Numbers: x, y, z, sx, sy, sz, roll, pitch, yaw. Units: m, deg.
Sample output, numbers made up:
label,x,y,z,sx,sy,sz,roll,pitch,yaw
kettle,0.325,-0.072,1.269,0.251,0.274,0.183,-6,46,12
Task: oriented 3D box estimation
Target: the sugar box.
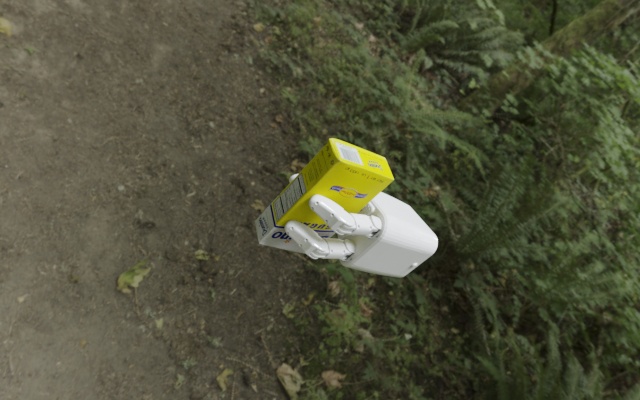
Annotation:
label,x,y,z,sx,sy,sz,roll,pitch,yaw
sugar box,0.000,0.002,0.616,0.093,0.048,0.176,16,-49,-35
